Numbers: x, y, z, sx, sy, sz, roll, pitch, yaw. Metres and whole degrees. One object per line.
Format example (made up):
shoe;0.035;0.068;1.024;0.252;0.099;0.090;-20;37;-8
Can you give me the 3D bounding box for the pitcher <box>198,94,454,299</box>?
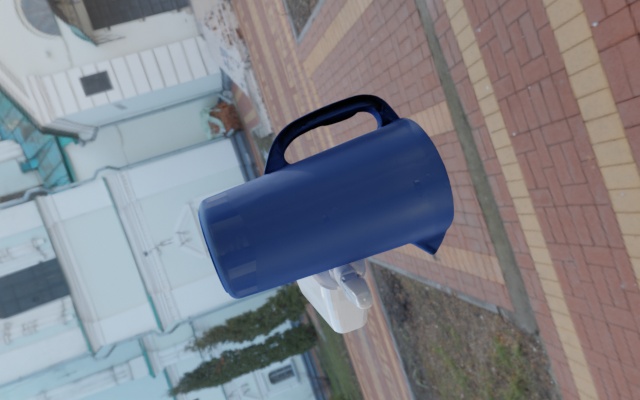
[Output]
pitcher;0.000;0.002;0.503;0.243;0.145;0.149;-20;44;-9
